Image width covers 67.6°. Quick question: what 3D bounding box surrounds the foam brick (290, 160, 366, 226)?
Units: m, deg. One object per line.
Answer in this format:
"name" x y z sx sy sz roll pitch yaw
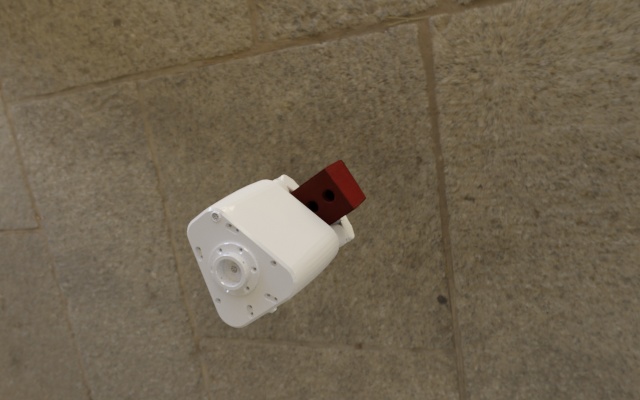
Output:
"foam brick" 0.000 0.001 0.514 0.078 0.053 0.051 -35 -1 24
